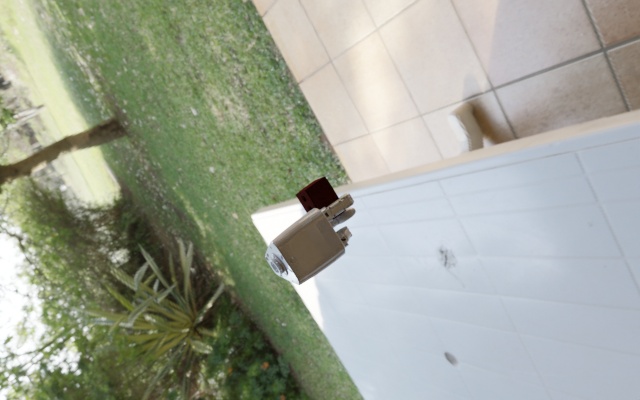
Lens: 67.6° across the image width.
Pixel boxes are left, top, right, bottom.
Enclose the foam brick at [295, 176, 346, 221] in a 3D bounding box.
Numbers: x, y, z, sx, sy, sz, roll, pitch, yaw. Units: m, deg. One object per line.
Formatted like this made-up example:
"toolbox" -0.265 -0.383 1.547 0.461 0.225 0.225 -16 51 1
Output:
"foam brick" 0.000 0.003 0.891 0.051 0.078 0.053 -34 5 -23
